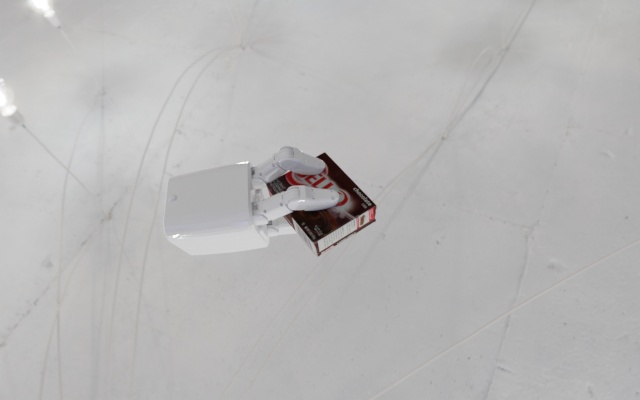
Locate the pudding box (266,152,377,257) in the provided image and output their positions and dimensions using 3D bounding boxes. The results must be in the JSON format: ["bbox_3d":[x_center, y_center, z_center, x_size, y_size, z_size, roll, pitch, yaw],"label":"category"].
[{"bbox_3d":[0.000,0.002,0.585,0.090,0.113,0.039,-31,-33,-16],"label":"pudding box"}]
